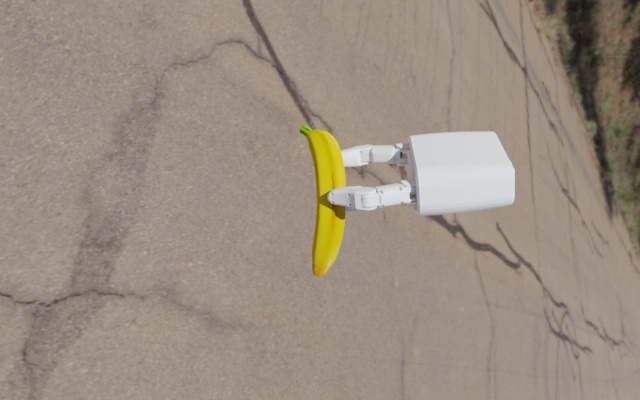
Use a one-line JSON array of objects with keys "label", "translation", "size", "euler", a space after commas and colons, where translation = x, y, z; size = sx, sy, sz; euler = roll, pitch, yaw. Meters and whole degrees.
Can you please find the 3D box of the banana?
[{"label": "banana", "translation": [0.007, -0.004, 0.595], "size": [0.037, 0.198, 0.069], "euler": [-1, -6, -22]}]
